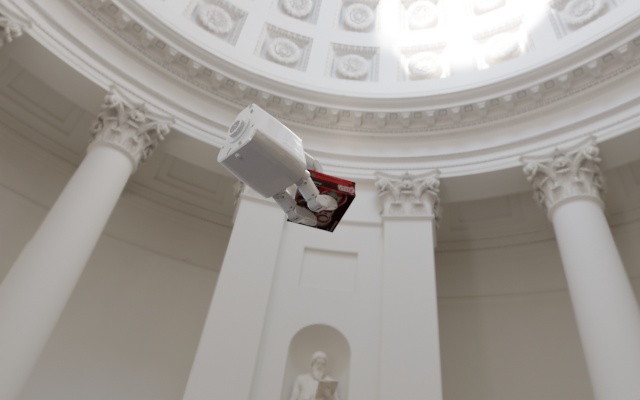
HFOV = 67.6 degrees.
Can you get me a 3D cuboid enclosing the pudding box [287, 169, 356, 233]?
[{"bbox_3d":[0.000,0.003,0.829,0.090,0.039,0.114,16,-40,-12],"label":"pudding box"}]
